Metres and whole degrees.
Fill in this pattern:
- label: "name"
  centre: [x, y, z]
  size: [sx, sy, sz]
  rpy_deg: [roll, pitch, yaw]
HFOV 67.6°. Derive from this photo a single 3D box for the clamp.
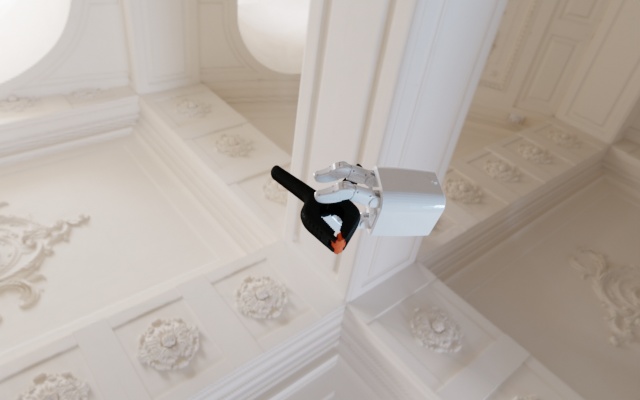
- label: "clamp"
  centre: [0.000, 0.004, 0.773]
  size: [0.164, 0.036, 0.209]
  rpy_deg: [2, 39, -5]
